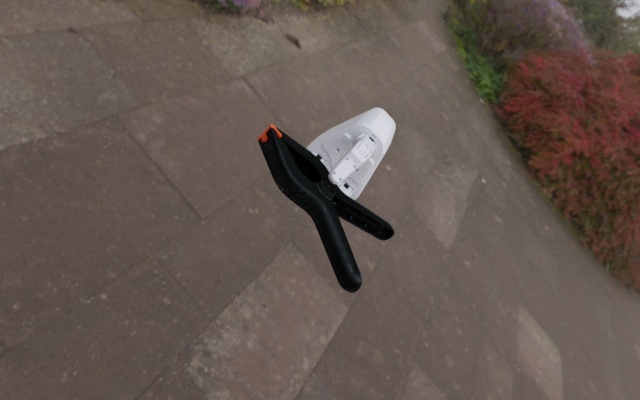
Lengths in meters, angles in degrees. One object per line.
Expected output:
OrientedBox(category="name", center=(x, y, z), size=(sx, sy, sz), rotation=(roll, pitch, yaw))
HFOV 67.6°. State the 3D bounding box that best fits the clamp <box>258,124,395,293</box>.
OrientedBox(category="clamp", center=(0.000, 0.001, 0.555), size=(0.036, 0.210, 0.164), rotation=(-41, 6, 27))
